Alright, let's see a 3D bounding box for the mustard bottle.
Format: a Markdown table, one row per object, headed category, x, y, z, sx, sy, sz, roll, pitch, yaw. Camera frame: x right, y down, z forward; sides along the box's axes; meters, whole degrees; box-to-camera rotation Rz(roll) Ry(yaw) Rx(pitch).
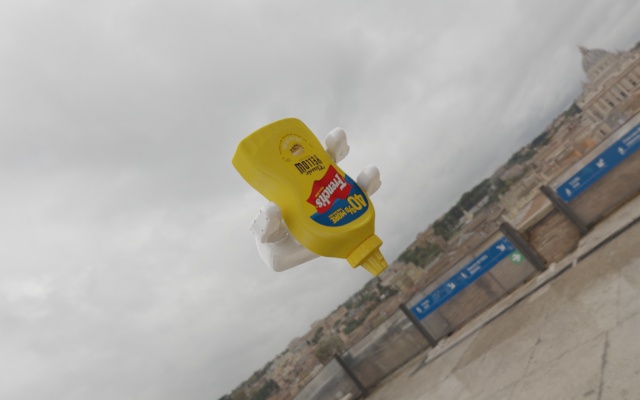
| category | x | y | z | sx | sy | sz | roll | pitch | yaw |
| --- | --- | --- | --- | --- | --- | --- | --- | --- | --- |
| mustard bottle | 0.000 | 0.001 | 0.500 | 0.096 | 0.191 | 0.058 | -30 | -16 | -42 |
